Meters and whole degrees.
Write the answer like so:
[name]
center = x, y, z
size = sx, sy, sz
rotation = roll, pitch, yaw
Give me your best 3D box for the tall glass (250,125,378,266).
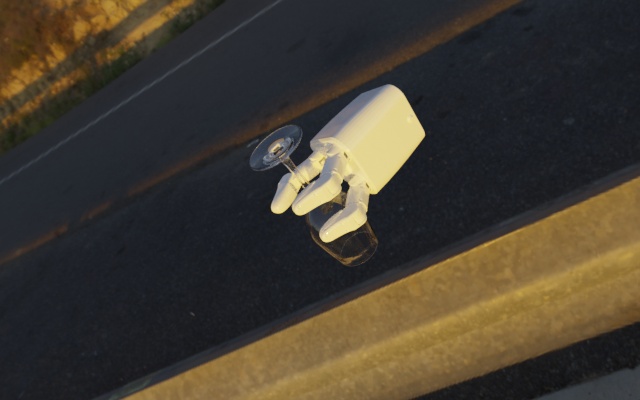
[tall glass]
center = 0.000, 0.002, 0.609
size = 0.079, 0.079, 0.201
rotation = 0, -41, 44
